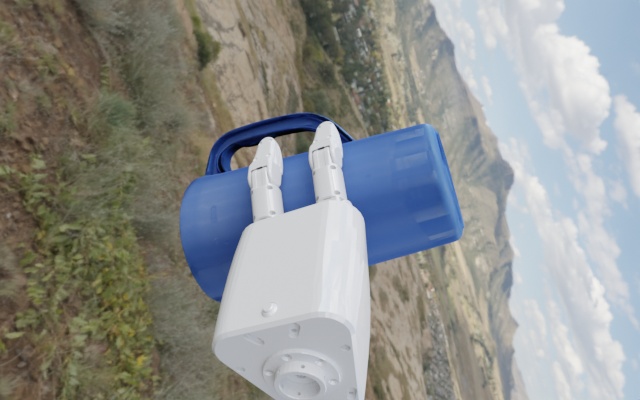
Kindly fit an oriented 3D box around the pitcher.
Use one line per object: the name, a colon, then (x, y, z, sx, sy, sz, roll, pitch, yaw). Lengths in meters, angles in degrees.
pitcher: (0.000, 0.002, 0.454, 0.243, 0.149, 0.145, -15, 33, 17)
